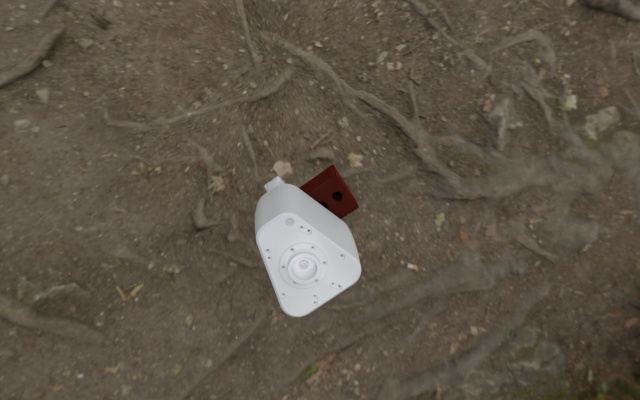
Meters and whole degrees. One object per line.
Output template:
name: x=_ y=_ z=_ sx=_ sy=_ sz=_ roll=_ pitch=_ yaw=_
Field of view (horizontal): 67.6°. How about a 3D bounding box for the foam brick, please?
foam brick: x=0.000 y=0.002 z=0.589 sx=0.078 sy=0.053 sz=0.051 roll=-35 pitch=15 yaw=5
